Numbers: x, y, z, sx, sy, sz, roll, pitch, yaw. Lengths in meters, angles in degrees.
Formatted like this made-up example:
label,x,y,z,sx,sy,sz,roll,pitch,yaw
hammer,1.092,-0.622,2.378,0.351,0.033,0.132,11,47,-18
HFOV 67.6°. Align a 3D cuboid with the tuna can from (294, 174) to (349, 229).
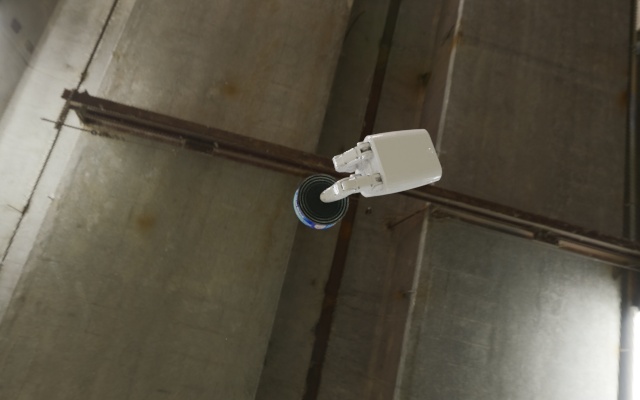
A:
label,x,y,z,sx,sy,sz,roll,pitch,yaw
tuna can,0.000,0.003,0.774,0.086,0.086,0.034,0,-17,-17
